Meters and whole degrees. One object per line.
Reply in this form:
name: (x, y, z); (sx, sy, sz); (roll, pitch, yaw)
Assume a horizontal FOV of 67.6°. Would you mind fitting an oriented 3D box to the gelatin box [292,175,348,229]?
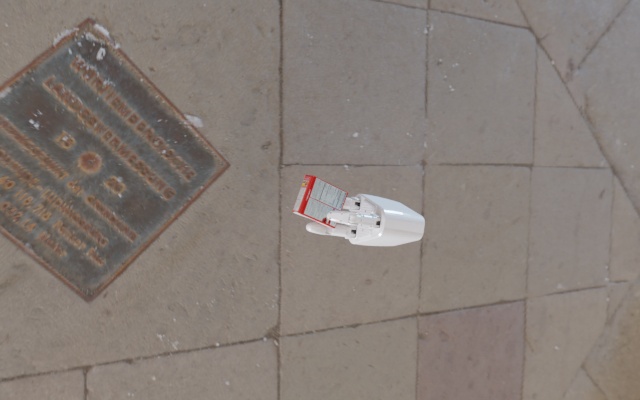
gelatin box: (0.000, 0.003, 0.870); (0.089, 0.073, 0.030); (25, -9, -35)
